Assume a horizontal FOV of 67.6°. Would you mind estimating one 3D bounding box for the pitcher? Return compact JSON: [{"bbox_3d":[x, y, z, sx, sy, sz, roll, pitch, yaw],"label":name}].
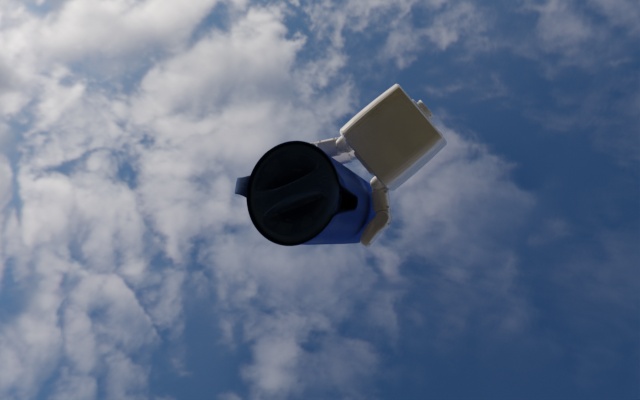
[{"bbox_3d":[0.000,0.002,0.703,0.145,0.149,0.243,-40,-21,14],"label":"pitcher"}]
